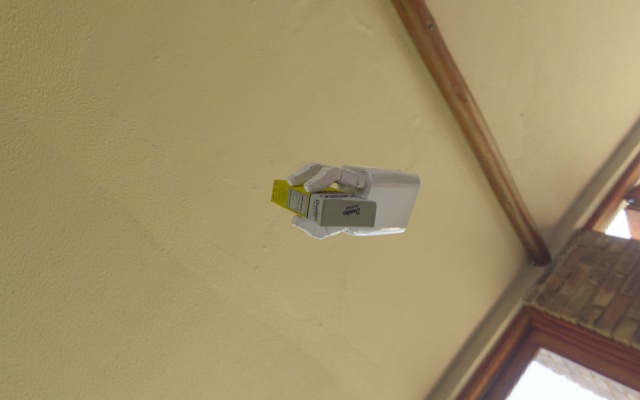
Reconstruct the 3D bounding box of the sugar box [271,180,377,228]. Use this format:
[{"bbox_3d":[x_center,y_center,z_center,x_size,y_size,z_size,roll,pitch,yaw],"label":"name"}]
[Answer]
[{"bbox_3d":[0.000,0.002,0.741,0.093,0.048,0.176,3,7,-30],"label":"sugar box"}]
